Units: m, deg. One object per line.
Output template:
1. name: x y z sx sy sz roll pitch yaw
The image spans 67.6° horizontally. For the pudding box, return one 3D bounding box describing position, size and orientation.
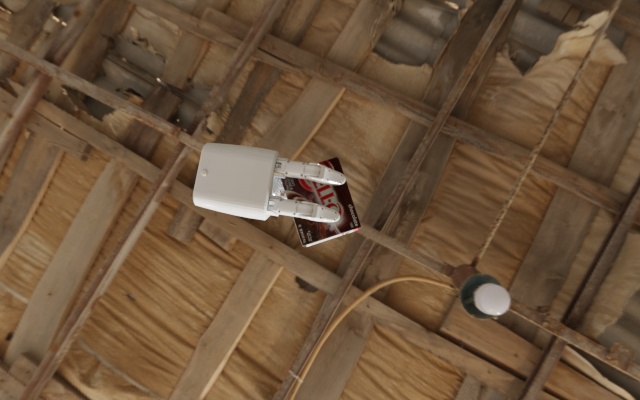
1. pudding box: 0.000 0.002 0.701 0.090 0.113 0.039 -18 -6 -1
